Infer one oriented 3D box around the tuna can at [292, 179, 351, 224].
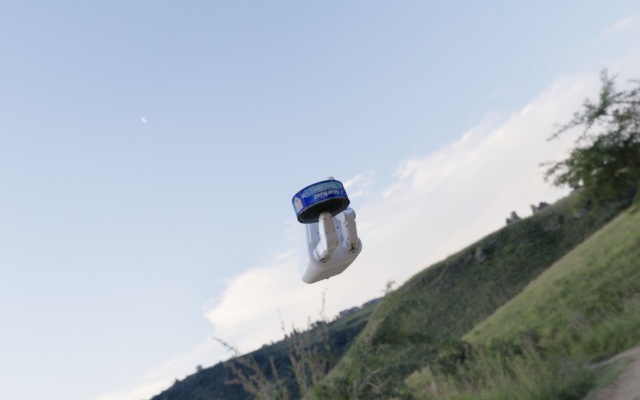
[{"bbox_3d":[0.000,0.002,0.729,0.086,0.033,0.086,-18,-20,-7],"label":"tuna can"}]
